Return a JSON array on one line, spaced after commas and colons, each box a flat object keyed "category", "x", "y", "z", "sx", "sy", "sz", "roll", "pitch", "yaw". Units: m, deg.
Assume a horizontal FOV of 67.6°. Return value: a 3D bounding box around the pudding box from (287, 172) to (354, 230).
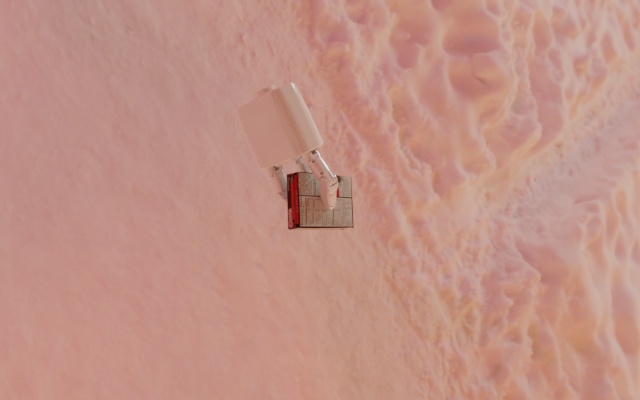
[{"category": "pudding box", "x": 0.000, "y": 0.002, "z": 0.776, "sx": 0.113, "sy": 0.090, "sz": 0.039, "roll": 3, "pitch": -7, "yaw": -34}]
